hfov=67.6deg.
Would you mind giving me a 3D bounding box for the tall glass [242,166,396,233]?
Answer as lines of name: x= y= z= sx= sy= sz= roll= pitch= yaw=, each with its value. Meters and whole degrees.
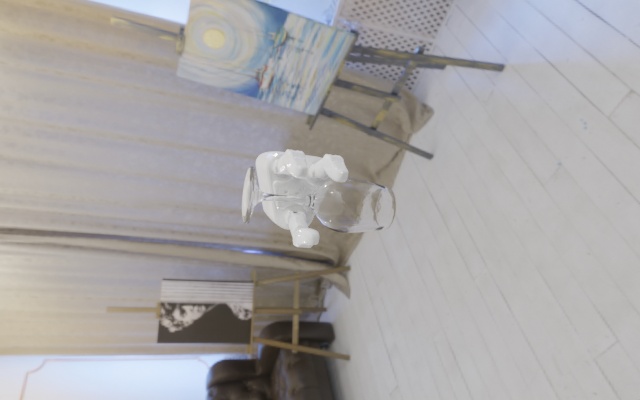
tall glass: x=-0.001 y=0.002 z=0.646 sx=0.201 sy=0.079 sz=0.079 roll=6 pitch=-2 yaw=-20
